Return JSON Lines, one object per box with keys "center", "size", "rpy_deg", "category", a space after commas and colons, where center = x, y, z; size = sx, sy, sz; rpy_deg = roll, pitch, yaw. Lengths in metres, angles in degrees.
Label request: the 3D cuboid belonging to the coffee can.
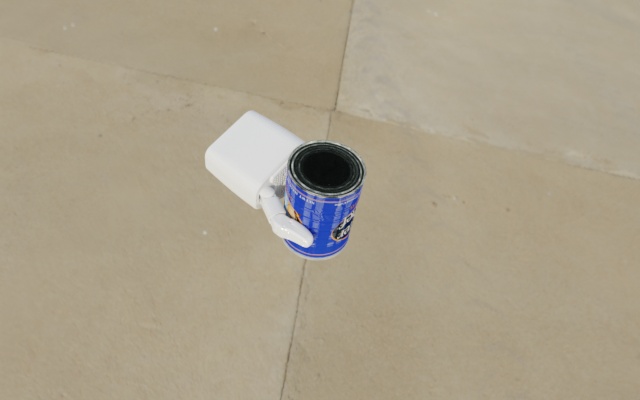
{"center": [0.000, 0.002, 0.660], "size": [0.103, 0.102, 0.140], "rpy_deg": [0, -40, -9], "category": "coffee can"}
